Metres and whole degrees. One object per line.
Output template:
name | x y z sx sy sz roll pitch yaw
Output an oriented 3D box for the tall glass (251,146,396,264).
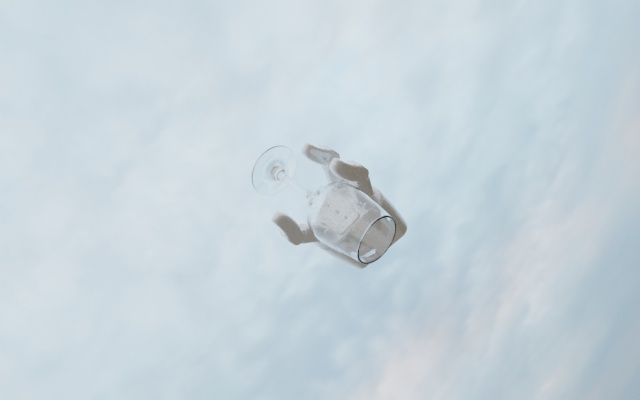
tall glass | 0.000 0.002 0.595 0.079 0.079 0.201 0 25 -45
